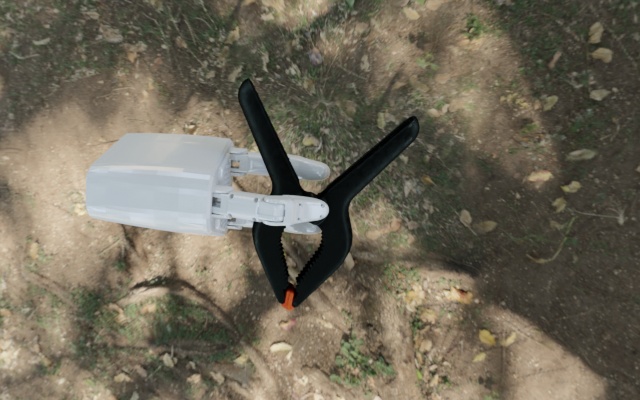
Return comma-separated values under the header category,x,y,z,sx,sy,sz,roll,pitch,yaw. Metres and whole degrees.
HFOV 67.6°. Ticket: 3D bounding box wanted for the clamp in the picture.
category,x,y,z,sx,sy,sz,roll,pitch,yaw
clamp,0.000,0.002,0.444,0.164,0.210,0.036,5,12,-2
